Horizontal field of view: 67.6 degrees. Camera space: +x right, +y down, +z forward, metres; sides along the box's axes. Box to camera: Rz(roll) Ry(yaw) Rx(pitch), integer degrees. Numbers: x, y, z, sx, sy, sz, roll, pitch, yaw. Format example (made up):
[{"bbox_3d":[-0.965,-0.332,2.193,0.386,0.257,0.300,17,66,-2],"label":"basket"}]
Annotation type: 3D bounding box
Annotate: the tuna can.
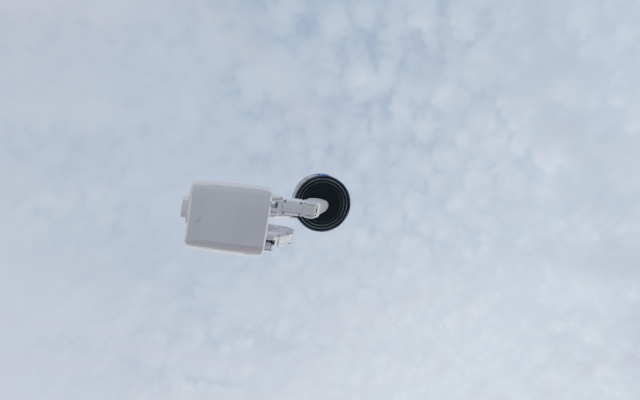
[{"bbox_3d":[0.000,0.002,0.722,0.086,0.086,0.033,0,11,-11],"label":"tuna can"}]
